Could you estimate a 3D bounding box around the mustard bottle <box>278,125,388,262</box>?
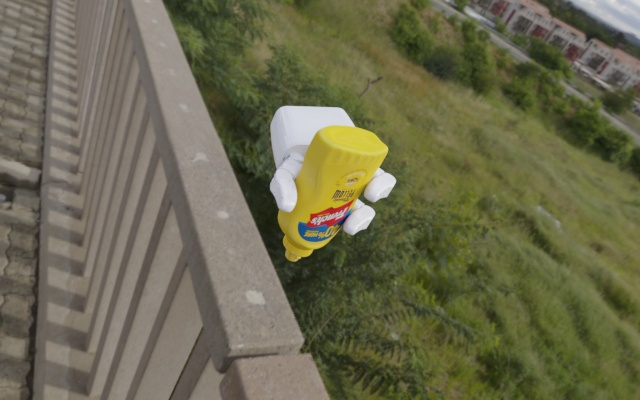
[{"bbox_3d":[0.000,0.002,0.579,0.096,0.192,0.058,-5,45,-43],"label":"mustard bottle"}]
